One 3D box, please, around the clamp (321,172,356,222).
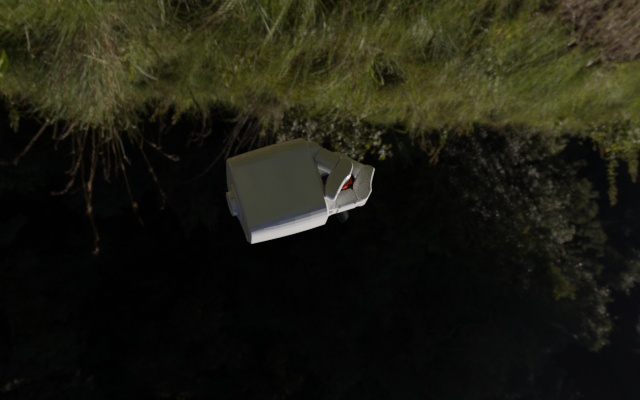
[{"bbox_3d":[0.000,0.003,0.720,0.120,0.039,0.171,-16,-22,-17],"label":"clamp"}]
